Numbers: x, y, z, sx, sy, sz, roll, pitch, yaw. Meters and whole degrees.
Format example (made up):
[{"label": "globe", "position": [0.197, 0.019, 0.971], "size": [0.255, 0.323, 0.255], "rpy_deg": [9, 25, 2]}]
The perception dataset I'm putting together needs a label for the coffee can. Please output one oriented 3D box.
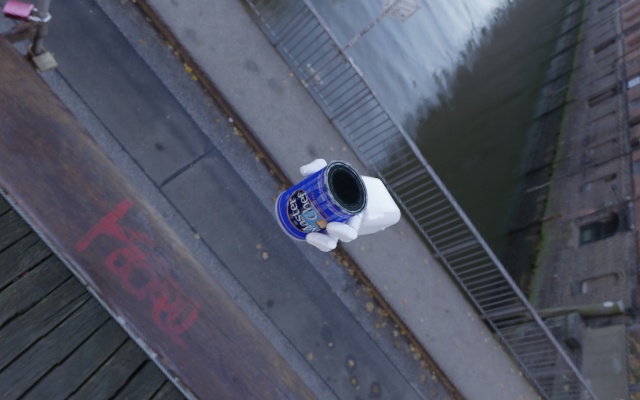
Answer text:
[{"label": "coffee can", "position": [0.000, 0.003, 0.857], "size": [0.103, 0.102, 0.140], "rpy_deg": [0, -22, -45]}]
